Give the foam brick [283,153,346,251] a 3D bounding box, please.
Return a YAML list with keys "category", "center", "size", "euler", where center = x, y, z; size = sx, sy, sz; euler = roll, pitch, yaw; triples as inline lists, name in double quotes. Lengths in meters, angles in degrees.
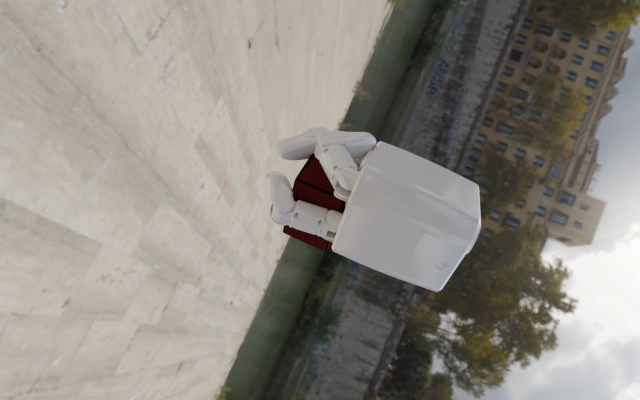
- category: "foam brick"
  center: [0.000, 0.002, 0.478]
  size: [0.051, 0.078, 0.053]
  euler: [23, 44, 6]
